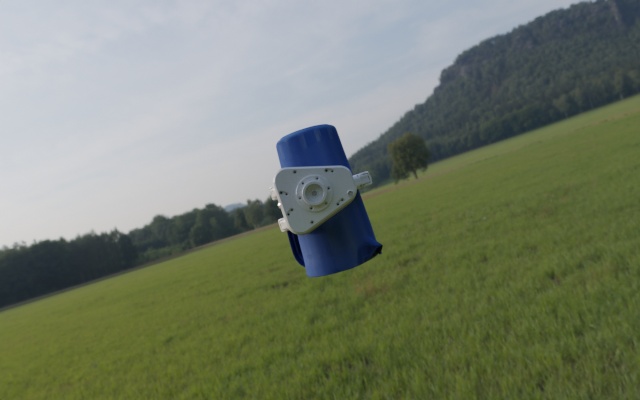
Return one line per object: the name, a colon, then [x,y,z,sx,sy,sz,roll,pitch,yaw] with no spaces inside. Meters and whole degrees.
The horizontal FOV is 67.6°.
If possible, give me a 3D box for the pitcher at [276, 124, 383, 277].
pitcher: [0.000,0.003,0.820,0.149,0.243,0.145,-17,0,-2]
